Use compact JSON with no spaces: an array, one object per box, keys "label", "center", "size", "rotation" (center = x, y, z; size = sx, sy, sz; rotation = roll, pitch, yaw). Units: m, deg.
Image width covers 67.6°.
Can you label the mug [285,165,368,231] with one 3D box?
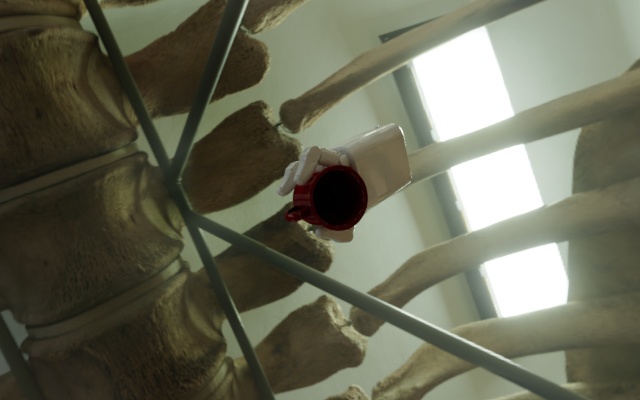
[{"label":"mug","center":[-0.001,0.003,0.699],"size":[0.117,0.093,0.081],"rotation":[-29,12,-23]}]
